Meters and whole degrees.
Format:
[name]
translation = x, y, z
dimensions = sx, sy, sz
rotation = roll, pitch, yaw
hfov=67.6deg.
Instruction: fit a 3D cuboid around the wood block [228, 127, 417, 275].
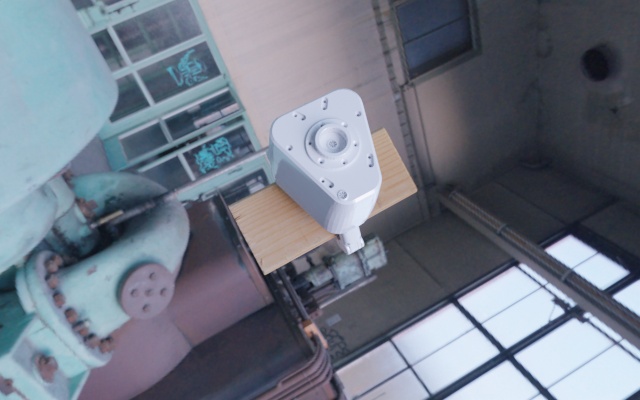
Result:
[wood block]
translation = 0.000, 0.002, 0.592
dimensions = 0.206, 0.091, 0.090
rotation = -28, -2, -10
